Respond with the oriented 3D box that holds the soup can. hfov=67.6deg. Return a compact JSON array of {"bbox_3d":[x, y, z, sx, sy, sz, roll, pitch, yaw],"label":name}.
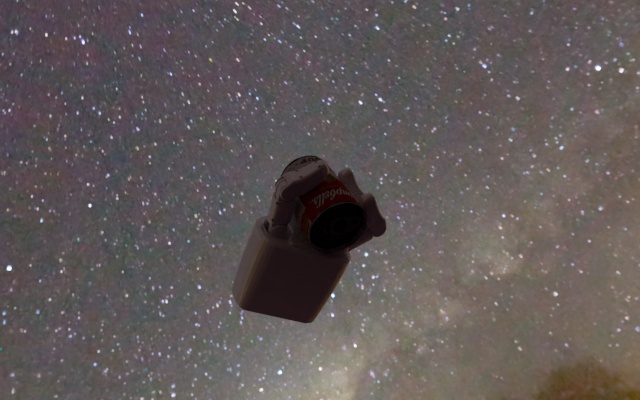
[{"bbox_3d":[0.000,0.001,0.545,0.068,0.068,0.102,0,34,-28],"label":"soup can"}]
